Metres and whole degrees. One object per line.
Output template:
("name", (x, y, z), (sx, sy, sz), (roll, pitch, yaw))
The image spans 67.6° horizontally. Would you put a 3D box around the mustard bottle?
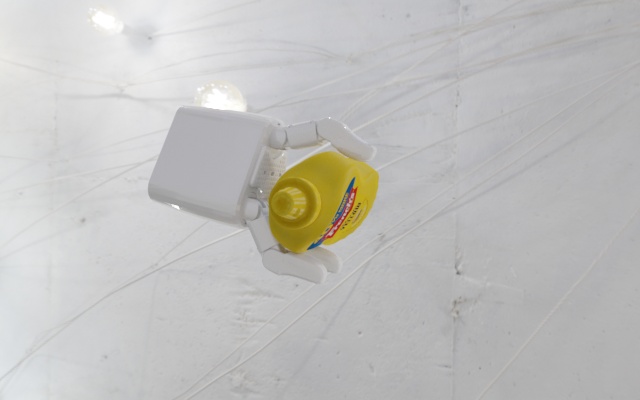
("mustard bottle", (0.000, 0.002, 0.440), (0.058, 0.096, 0.191), (37, 11, 14))
